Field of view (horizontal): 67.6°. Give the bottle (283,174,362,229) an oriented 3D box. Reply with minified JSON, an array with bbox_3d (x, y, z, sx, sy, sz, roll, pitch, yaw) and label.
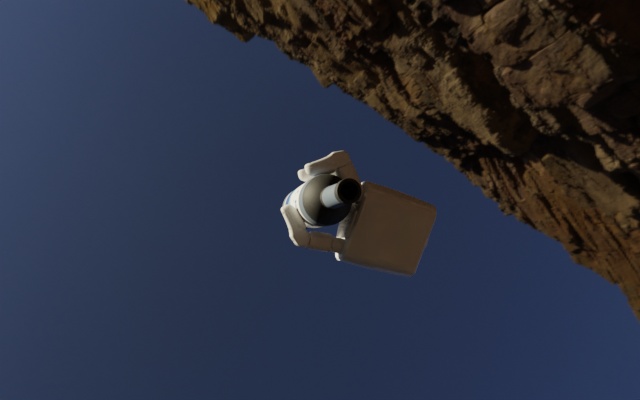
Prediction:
[{"bbox_3d":[0.000,0.002,0.644,0.069,0.069,0.296,0,-5,-12],"label":"bottle"}]
